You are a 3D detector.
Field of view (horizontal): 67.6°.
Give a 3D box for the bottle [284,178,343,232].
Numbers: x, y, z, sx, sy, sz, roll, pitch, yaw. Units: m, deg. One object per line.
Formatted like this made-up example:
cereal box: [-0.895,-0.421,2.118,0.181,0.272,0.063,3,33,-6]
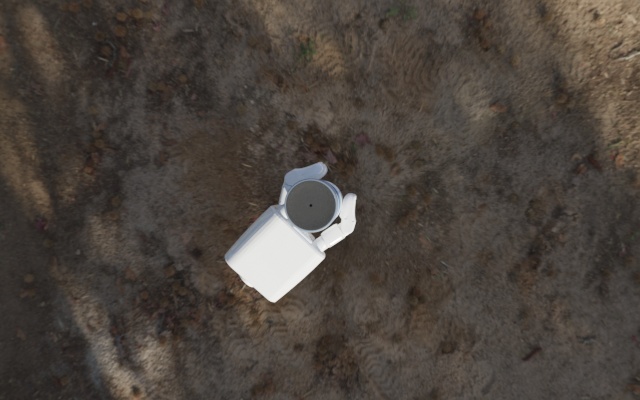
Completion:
bottle: [0.000,0.002,0.731,0.069,0.069,0.295,0,1,5]
